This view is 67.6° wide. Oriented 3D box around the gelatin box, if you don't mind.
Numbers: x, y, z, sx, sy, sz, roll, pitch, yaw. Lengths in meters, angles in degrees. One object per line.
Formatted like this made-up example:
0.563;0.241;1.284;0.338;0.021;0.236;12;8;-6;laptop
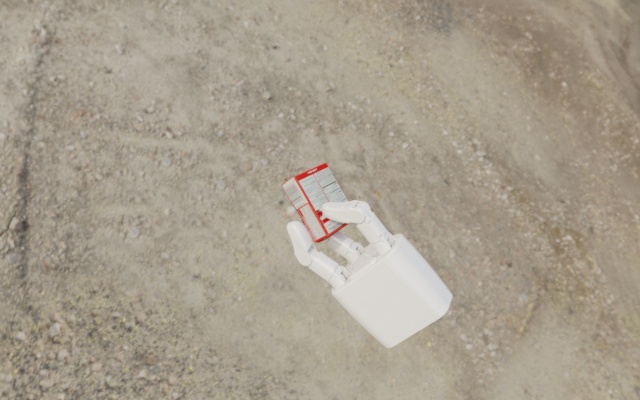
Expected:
0.000;0.002;0.625;0.030;0.089;0.073;-30;-1;41;gelatin box
